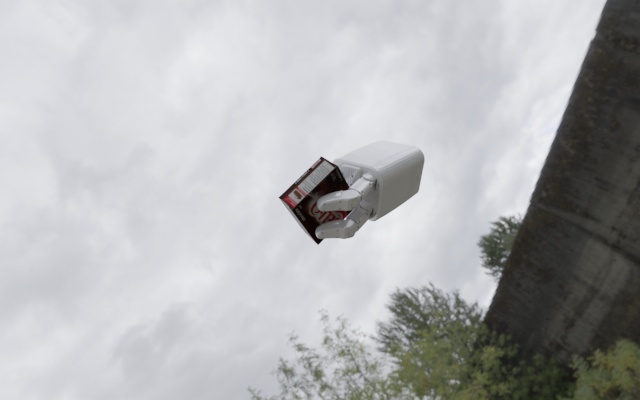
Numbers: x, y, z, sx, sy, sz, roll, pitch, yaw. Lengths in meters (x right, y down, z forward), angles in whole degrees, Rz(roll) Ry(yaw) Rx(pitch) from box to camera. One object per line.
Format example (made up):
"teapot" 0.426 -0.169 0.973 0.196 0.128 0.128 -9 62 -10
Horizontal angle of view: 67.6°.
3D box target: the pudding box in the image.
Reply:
"pudding box" 0.000 0.002 0.698 0.039 0.090 0.114 38 -11 37
